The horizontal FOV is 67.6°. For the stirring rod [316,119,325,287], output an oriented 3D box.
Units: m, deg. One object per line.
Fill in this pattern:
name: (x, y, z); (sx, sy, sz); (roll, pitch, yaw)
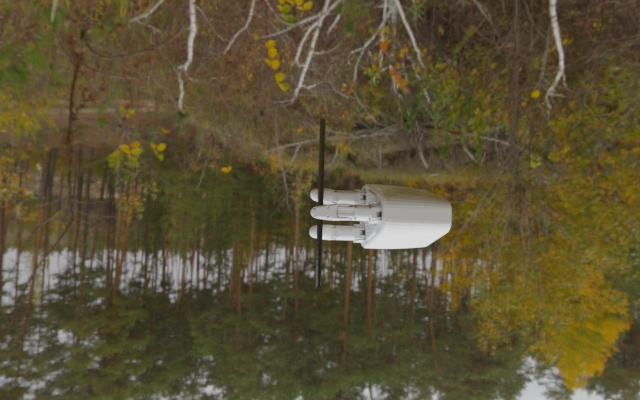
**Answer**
stirring rod: (0.000, 0.002, 0.684); (0.011, 0.239, 0.011); (1, -5, 0)
